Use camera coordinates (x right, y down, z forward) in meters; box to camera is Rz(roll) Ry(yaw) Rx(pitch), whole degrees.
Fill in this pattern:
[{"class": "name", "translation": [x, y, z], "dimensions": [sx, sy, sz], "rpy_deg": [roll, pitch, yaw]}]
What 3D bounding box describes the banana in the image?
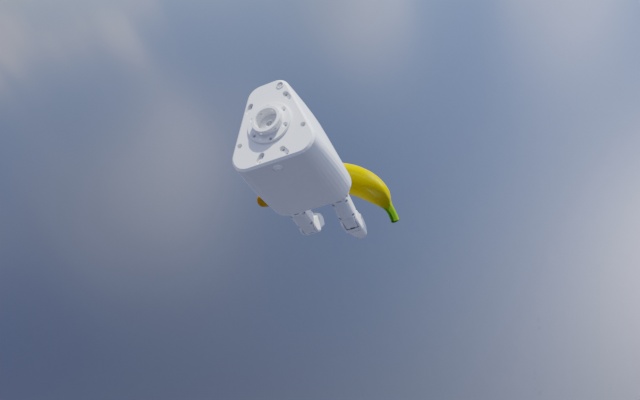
[{"class": "banana", "translation": [0.005, -0.016, 0.622], "dimensions": [0.198, 0.069, 0.037], "rpy_deg": [7, 0, 21]}]
